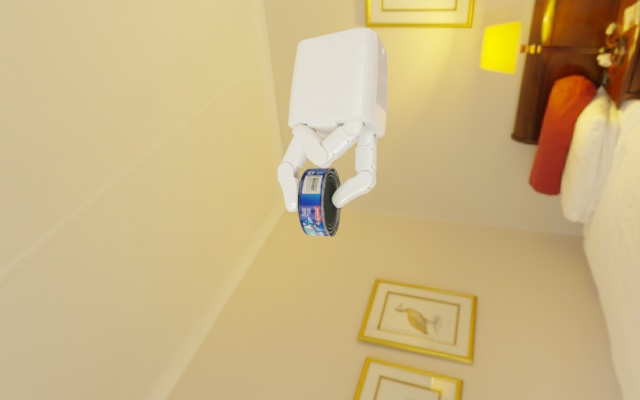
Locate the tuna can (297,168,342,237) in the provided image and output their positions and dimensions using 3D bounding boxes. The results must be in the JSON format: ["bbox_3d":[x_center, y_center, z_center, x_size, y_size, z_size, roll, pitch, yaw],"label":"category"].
[{"bbox_3d":[0.000,0.002,0.595,0.034,0.086,0.086,0,0,16],"label":"tuna can"}]
